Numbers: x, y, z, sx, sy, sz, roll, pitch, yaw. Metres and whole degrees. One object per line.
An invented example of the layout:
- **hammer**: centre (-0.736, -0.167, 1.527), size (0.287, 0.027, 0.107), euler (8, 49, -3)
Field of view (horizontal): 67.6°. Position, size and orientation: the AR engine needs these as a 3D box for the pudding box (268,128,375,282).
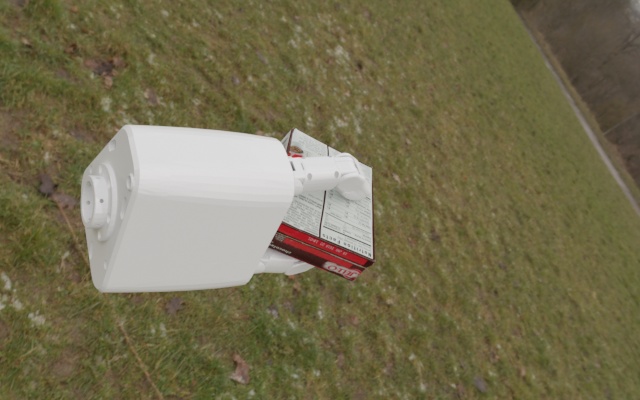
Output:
- **pudding box**: centre (0.000, 0.001, 0.402), size (0.090, 0.113, 0.039), euler (26, -45, -20)
